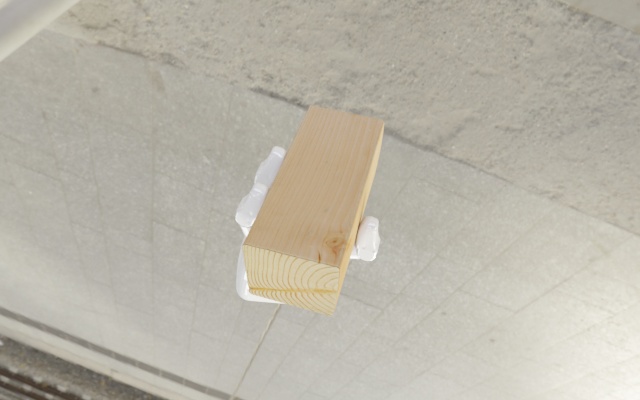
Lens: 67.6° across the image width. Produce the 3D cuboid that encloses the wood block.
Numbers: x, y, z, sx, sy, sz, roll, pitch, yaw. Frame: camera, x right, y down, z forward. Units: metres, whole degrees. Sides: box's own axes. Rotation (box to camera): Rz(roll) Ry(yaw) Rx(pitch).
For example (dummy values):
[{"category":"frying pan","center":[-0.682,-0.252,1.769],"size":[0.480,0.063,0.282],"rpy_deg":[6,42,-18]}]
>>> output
[{"category":"wood block","center":[0.000,0.002,0.507],"size":[0.091,0.206,0.090],"rpy_deg":[14,-40,8]}]
